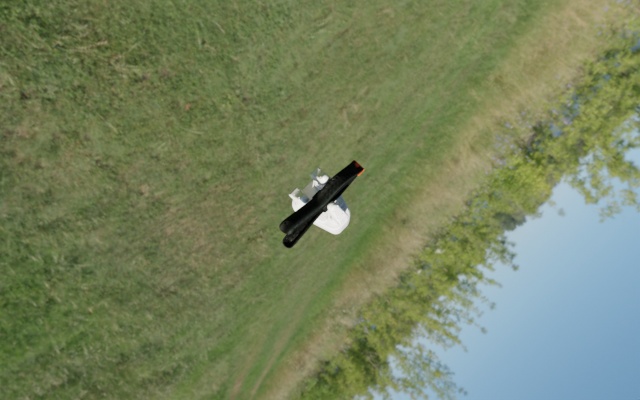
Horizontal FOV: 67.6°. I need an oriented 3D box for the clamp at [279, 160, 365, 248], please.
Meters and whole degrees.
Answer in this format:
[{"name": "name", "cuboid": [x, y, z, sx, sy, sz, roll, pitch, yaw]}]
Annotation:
[{"name": "clamp", "cuboid": [0.001, 0.003, 0.874, 0.036, 0.210, 0.164, 44, -5, 8]}]
